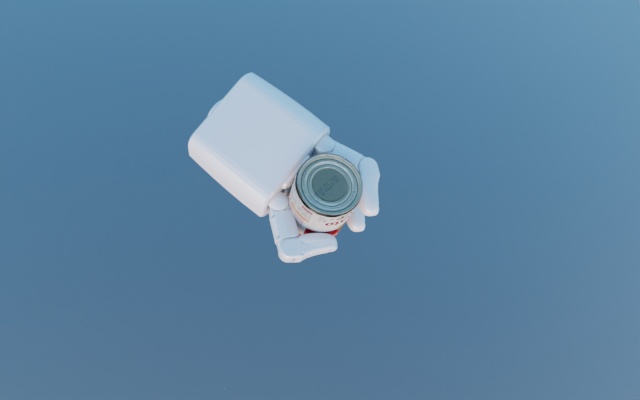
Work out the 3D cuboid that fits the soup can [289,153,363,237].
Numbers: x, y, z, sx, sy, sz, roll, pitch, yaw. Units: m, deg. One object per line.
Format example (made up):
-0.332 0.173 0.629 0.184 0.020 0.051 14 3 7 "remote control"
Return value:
0.000 0.002 0.499 0.068 0.068 0.102 0 -21 -11 "soup can"
